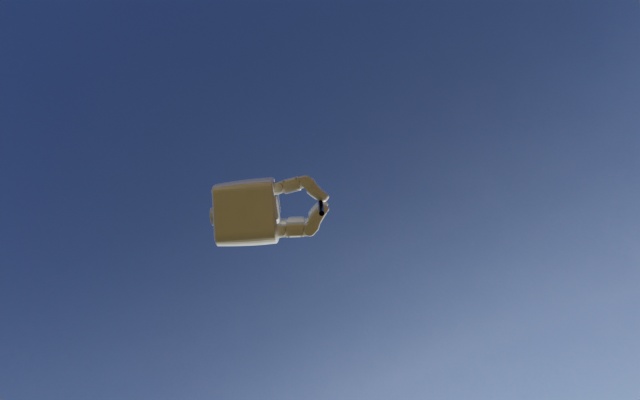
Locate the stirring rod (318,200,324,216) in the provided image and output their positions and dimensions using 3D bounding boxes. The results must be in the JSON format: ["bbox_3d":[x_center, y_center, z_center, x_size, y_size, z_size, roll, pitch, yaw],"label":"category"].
[{"bbox_3d":[0.000,0.003,0.832,0.011,0.011,0.239,0,8,-1],"label":"stirring rod"}]
